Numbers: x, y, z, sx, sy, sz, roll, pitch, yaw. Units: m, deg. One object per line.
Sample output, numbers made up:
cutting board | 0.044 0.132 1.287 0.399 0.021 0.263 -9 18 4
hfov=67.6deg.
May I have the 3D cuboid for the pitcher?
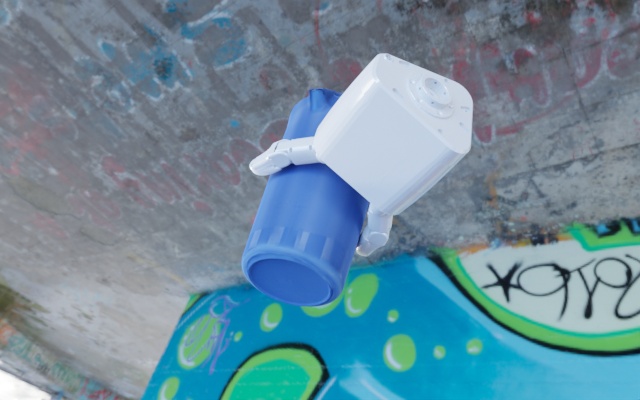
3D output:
pitcher | 0.000 0.002 0.563 0.149 0.242 0.145 29 -41 -14
